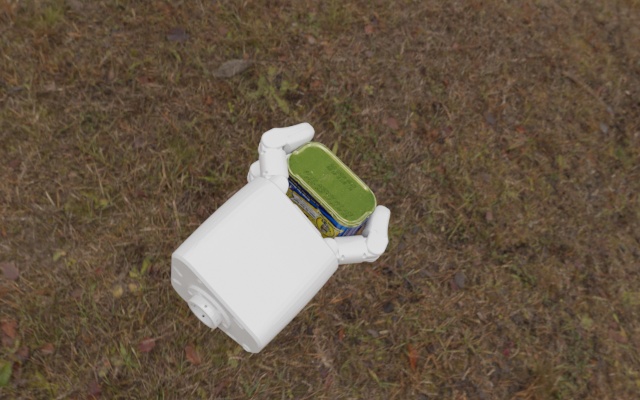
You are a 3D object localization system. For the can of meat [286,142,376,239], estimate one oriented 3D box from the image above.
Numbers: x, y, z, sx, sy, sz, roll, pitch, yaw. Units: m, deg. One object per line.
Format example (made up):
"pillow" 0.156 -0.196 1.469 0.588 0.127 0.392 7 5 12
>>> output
"can of meat" 0.000 0.001 0.490 0.057 0.102 0.084 -41 -10 -31
